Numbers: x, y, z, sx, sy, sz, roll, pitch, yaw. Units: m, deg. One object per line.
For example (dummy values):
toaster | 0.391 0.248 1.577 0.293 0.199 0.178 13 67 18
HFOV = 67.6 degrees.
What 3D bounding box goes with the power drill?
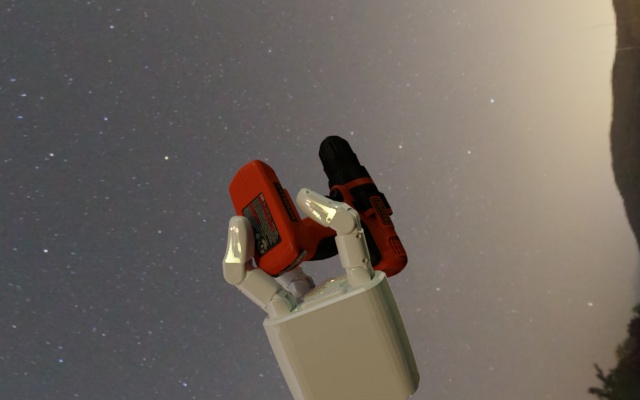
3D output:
power drill | 0.000 0.002 0.502 0.187 0.184 0.057 -1 -32 -46
